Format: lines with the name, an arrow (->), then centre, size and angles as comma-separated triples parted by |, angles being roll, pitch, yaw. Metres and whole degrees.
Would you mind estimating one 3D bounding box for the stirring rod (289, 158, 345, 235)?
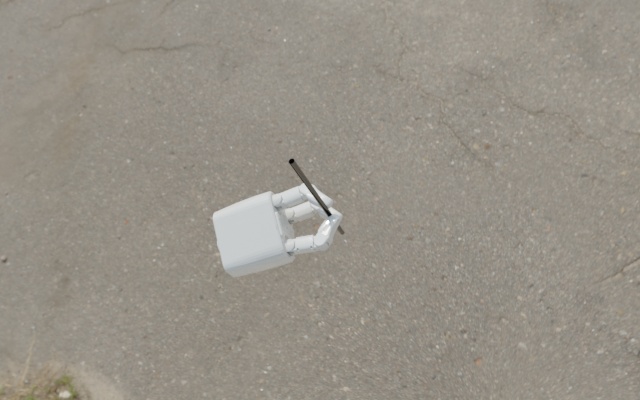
stirring rod -> 0.000, 0.002, 0.712 | 0.011, 0.011, 0.240 | 0, -26, 20
